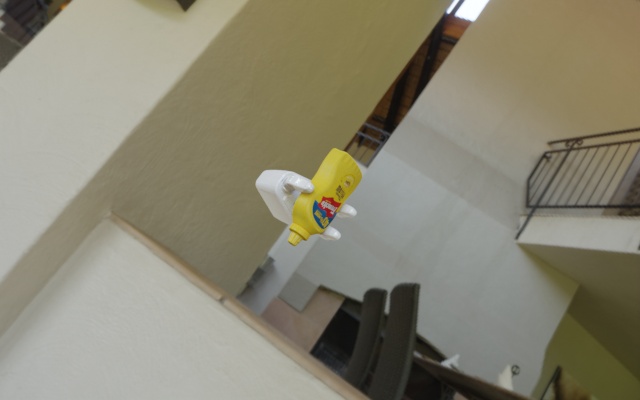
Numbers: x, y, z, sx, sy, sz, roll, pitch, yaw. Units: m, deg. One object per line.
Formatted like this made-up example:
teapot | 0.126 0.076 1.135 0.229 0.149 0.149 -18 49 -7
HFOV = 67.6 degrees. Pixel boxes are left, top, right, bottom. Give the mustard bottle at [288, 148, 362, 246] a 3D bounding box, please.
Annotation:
mustard bottle | 0.001 0.003 0.890 0.058 0.191 0.096 26 -17 35
